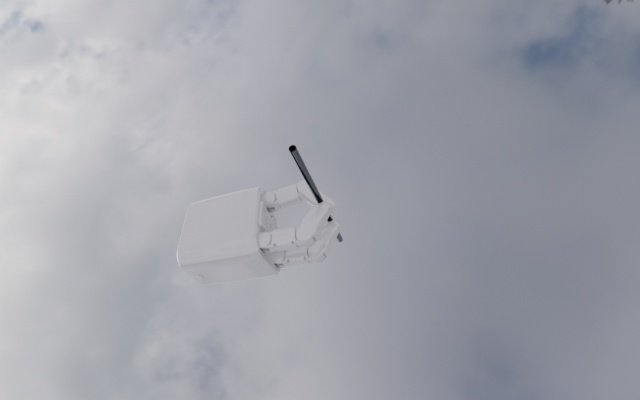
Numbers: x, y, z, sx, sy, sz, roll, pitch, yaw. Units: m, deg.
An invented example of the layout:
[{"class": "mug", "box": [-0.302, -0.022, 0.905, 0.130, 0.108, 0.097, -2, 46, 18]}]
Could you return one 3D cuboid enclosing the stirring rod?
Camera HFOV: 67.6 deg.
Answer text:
[{"class": "stirring rod", "box": [0.000, 0.002, 0.585, 0.011, 0.011, 0.240, 0, -27, 15]}]
